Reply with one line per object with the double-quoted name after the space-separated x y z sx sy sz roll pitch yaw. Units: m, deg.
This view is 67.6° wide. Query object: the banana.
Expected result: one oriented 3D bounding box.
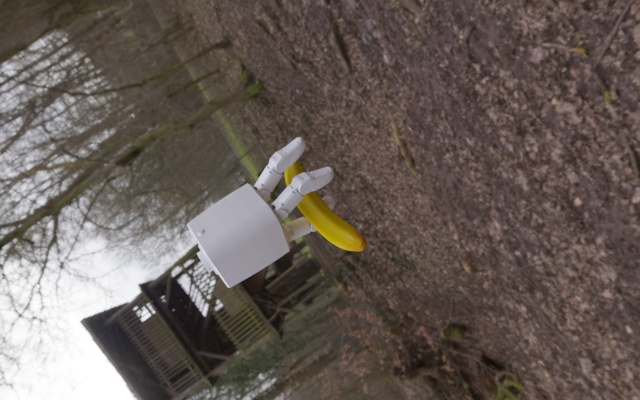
-0.003 0.010 0.687 0.037 0.197 0.070 -28 -27 -20 "banana"
